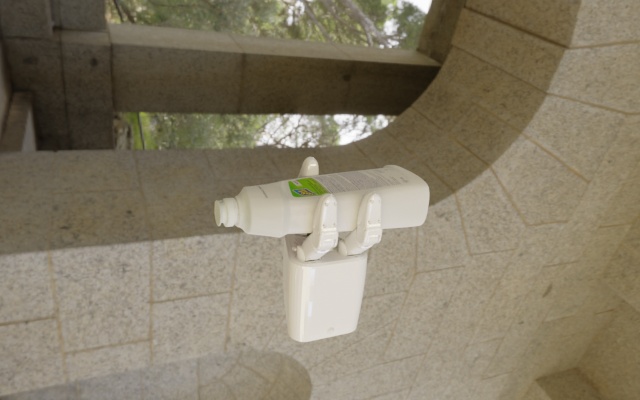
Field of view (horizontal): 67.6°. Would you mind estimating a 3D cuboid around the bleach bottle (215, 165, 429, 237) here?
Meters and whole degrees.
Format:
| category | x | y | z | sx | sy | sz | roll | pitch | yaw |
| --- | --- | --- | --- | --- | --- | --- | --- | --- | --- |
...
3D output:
| category | x | y | z | sx | sy | sz | roll | pitch | yaw |
| --- | --- | --- | --- | --- | --- | --- | --- | --- | --- |
| bleach bottle | 0.000 | 0.002 | 0.568 | 0.251 | 0.068 | 0.102 | -4 | 20 | -25 |
